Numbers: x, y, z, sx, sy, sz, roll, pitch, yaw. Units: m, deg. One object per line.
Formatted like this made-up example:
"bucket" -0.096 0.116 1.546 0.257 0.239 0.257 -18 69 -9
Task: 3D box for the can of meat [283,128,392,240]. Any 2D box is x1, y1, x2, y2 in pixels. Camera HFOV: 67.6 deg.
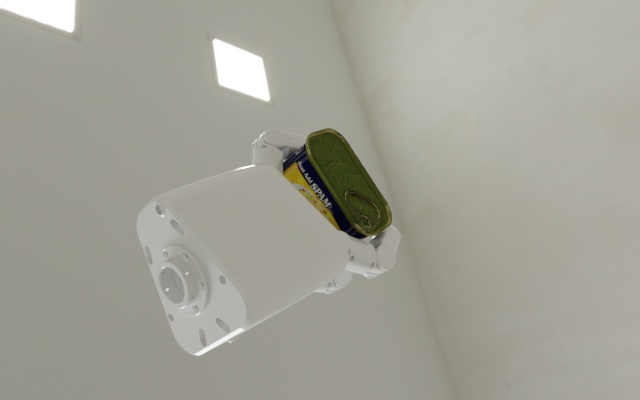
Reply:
"can of meat" 0.000 0.001 0.431 0.084 0.102 0.057 -36 -5 38
